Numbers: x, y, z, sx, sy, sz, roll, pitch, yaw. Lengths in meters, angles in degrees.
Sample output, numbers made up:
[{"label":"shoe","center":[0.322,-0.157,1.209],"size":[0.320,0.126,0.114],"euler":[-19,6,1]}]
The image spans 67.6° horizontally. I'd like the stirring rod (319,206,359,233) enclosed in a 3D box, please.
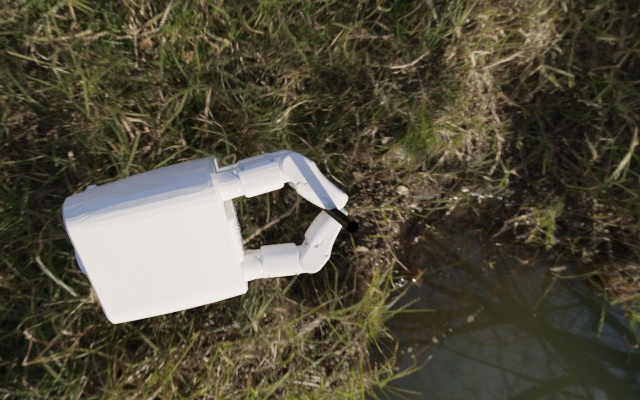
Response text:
[{"label":"stirring rod","center":[0.000,0.001,0.422],"size":[0.011,0.011,0.239],"euler":[0,7,-10]}]
